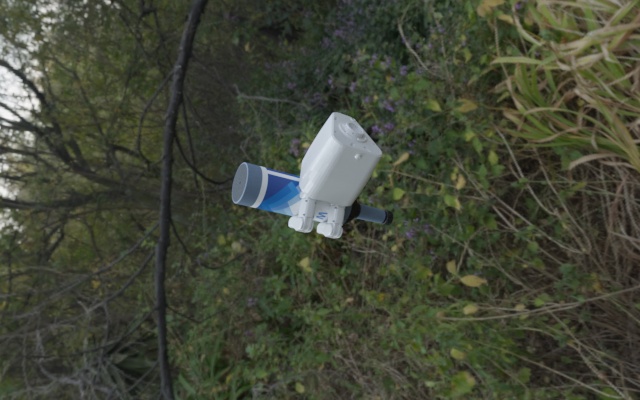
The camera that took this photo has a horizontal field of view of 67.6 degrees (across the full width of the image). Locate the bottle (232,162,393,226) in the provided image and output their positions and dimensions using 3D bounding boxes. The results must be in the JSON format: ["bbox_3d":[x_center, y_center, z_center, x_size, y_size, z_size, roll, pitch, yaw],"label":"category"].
[{"bbox_3d":[0.000,0.003,0.815,0.296,0.069,0.069,13,-6,-28],"label":"bottle"}]
